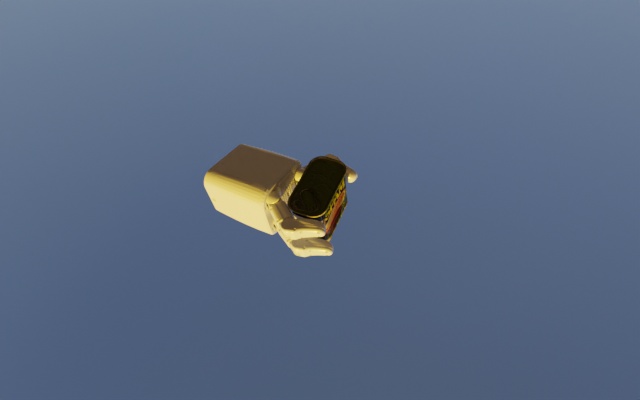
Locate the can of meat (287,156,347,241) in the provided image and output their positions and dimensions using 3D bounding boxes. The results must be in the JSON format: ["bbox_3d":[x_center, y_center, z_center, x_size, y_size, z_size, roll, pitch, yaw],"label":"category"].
[{"bbox_3d":[0.000,0.002,0.692,0.057,0.102,0.084,18,-30,18],"label":"can of meat"}]
